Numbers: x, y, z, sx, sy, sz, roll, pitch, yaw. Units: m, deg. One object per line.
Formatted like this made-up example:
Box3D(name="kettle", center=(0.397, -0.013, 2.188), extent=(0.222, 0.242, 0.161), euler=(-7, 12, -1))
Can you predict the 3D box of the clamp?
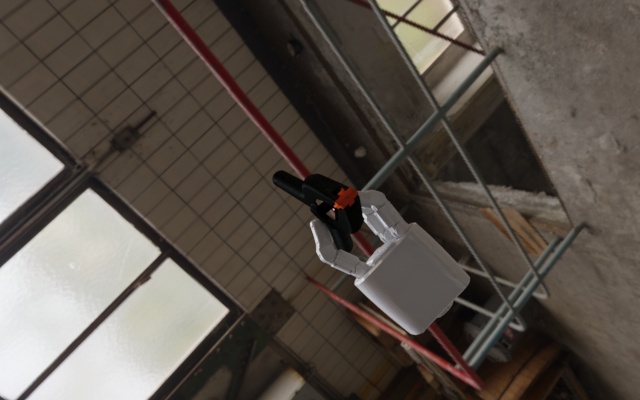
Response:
Box3D(name="clamp", center=(0.000, 0.003, 0.643), extent=(0.164, 0.036, 0.210), euler=(44, -14, 2))
